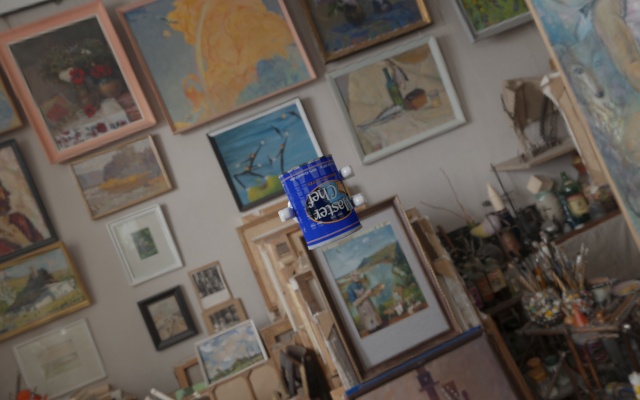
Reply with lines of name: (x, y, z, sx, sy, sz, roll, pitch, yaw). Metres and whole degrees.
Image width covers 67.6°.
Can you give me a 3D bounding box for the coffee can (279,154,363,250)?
coffee can: (0.000, 0.003, 0.841, 0.103, 0.140, 0.103, -23, 0, 0)
